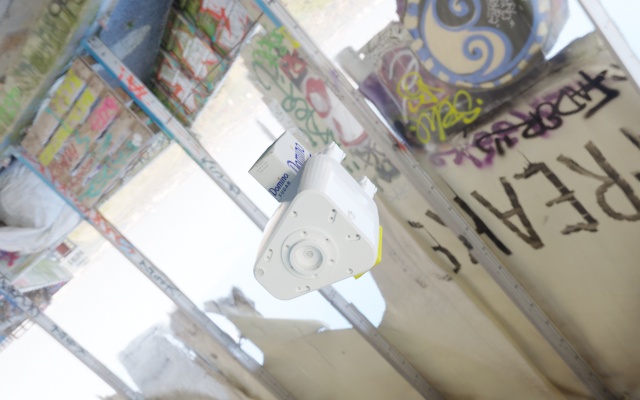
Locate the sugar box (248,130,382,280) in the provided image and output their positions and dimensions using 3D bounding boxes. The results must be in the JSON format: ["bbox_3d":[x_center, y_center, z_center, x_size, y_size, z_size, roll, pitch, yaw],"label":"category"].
[{"bbox_3d":[0.001,0.002,0.564,0.048,0.176,0.093,-38,13,20],"label":"sugar box"}]
